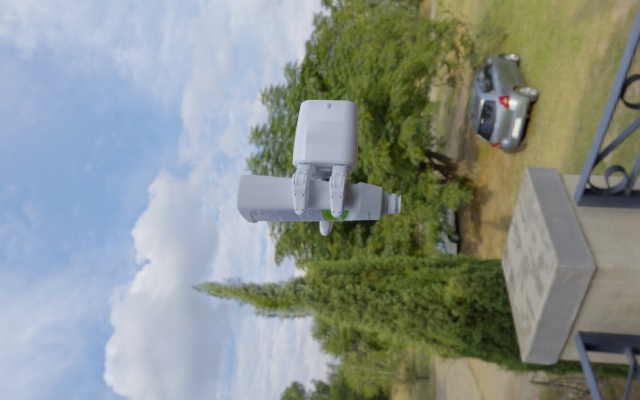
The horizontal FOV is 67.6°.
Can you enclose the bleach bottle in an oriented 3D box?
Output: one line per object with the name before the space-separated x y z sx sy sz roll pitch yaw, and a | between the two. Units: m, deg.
bleach bottle | 0.000 0.002 0.758 0.251 0.068 0.102 3 -16 8
